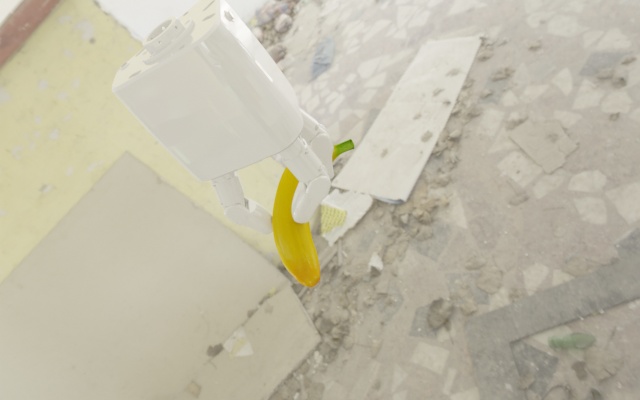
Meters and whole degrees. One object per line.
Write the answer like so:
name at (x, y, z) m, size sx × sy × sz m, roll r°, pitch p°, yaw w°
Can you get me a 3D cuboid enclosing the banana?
banana at (-0.016, 0.001, 0.490) m, size 0.069 × 0.197 × 0.037 m, roll -6°, pitch -44°, yaw 24°
